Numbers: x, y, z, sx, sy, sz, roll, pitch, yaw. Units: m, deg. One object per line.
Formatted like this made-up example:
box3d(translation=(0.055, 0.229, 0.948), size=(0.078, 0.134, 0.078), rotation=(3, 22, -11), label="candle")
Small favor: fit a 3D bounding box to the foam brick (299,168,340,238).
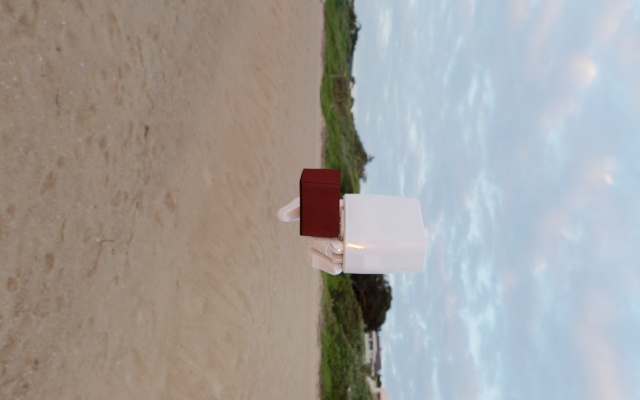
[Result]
box3d(translation=(0.000, 0.002, 0.624), size=(0.051, 0.078, 0.053), rotation=(2, 25, 3), label="foam brick")
